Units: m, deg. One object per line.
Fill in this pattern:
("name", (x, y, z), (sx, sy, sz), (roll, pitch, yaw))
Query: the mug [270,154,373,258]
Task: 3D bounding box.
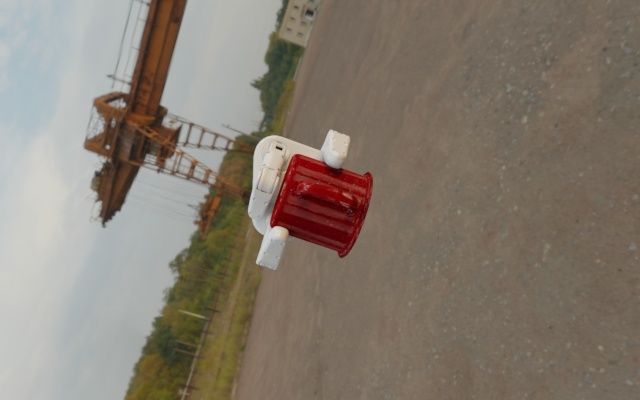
("mug", (0.000, 0.001, 0.473), (0.081, 0.093, 0.117), (19, -6, -8))
